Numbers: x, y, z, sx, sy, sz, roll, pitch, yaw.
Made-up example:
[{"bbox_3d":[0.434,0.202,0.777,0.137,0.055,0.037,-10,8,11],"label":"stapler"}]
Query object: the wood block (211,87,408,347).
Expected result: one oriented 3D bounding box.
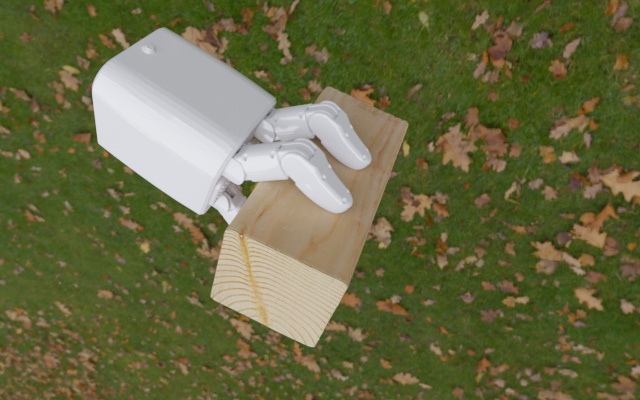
[{"bbox_3d":[0.000,0.001,0.407,0.090,0.091,0.206,25,44,2],"label":"wood block"}]
